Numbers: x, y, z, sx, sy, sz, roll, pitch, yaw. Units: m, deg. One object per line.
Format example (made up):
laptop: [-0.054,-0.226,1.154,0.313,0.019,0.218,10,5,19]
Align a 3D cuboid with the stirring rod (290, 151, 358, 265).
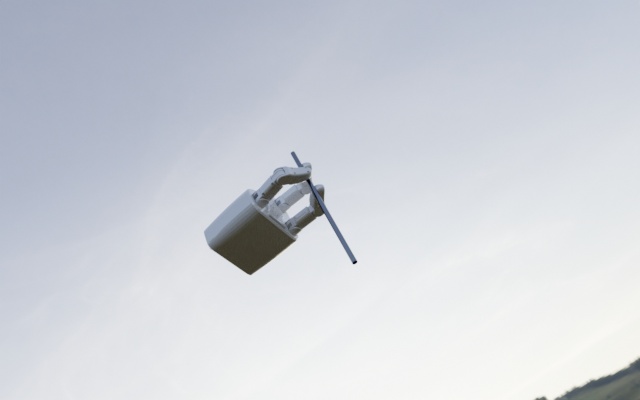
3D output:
stirring rod: [0.000,0.002,0.713,0.011,0.011,0.239,0,42,-31]
